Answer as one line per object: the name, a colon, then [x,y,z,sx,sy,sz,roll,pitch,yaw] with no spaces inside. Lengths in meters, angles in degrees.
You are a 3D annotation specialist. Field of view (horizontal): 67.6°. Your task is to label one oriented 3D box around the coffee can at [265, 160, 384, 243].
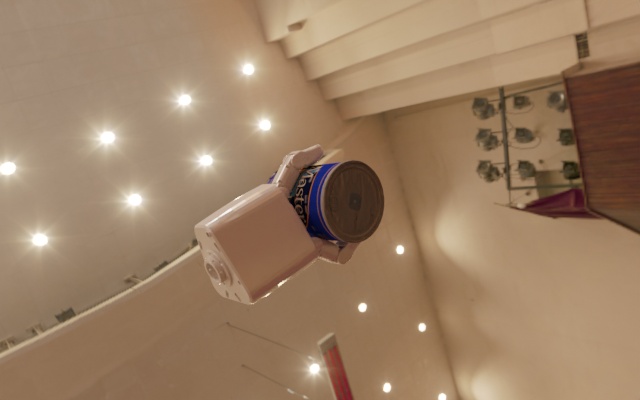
coffee can: [0.000,0.002,0.642,0.103,0.103,0.140,0,-1,-39]
